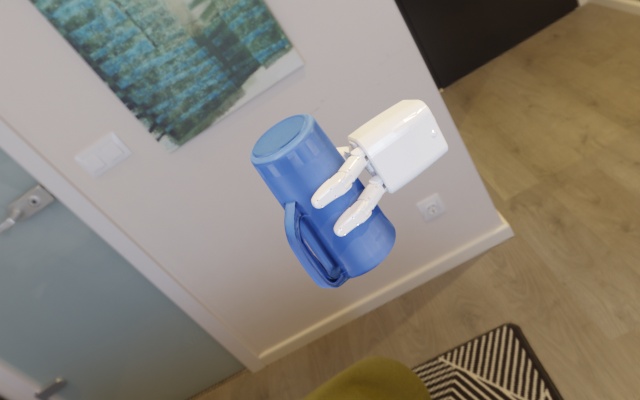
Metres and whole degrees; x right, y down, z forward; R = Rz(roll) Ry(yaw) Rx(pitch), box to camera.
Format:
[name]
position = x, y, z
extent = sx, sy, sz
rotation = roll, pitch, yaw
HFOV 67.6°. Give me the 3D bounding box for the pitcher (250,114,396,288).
[pitcher]
position = 0.000, 0.002, 0.712
extent = 0.145, 0.243, 0.149
rotation = -35, 29, 3
